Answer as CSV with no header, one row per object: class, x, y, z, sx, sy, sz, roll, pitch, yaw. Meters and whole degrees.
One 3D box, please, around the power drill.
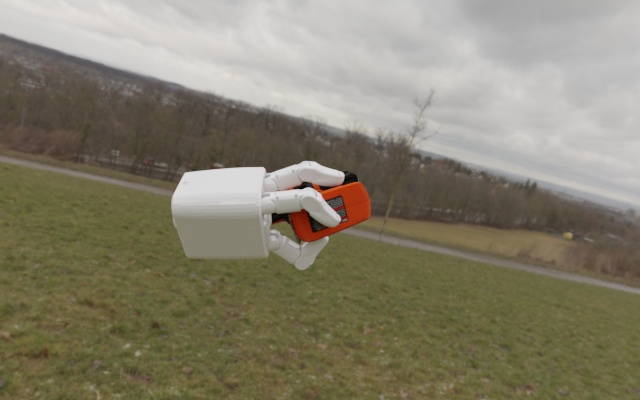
power drill,0.000,0.002,0.689,0.184,0.057,0.187,-21,10,-16
